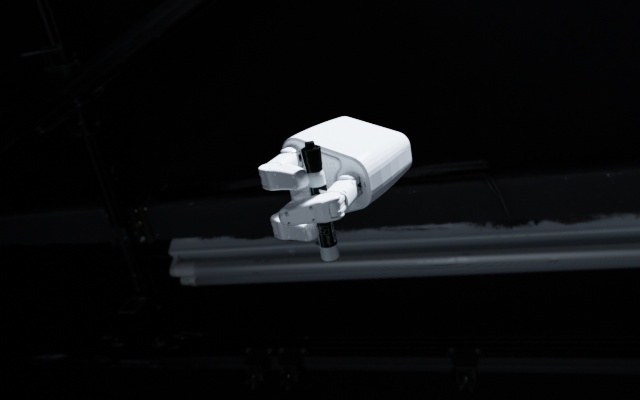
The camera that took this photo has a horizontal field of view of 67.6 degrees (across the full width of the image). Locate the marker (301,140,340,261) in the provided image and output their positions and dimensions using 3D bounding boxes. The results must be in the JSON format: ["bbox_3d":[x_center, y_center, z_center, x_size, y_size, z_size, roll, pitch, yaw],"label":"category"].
[{"bbox_3d":[0.000,0.002,0.459,0.020,0.121,0.020,-9,21,4],"label":"marker"}]
